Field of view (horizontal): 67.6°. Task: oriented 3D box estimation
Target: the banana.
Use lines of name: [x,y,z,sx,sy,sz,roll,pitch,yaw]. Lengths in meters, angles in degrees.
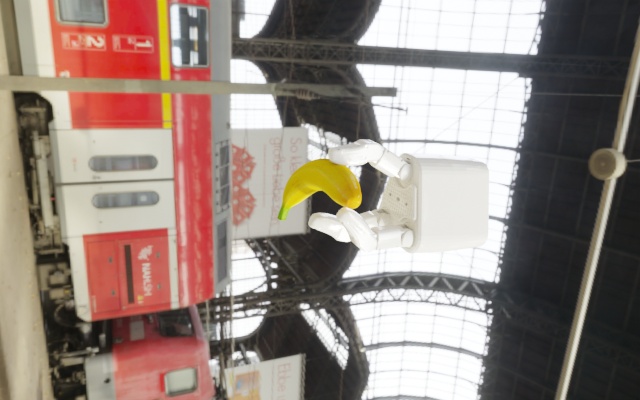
banana: [-0.001,-0.016,0.562,0.037,0.069,0.198,3,-8,-25]
